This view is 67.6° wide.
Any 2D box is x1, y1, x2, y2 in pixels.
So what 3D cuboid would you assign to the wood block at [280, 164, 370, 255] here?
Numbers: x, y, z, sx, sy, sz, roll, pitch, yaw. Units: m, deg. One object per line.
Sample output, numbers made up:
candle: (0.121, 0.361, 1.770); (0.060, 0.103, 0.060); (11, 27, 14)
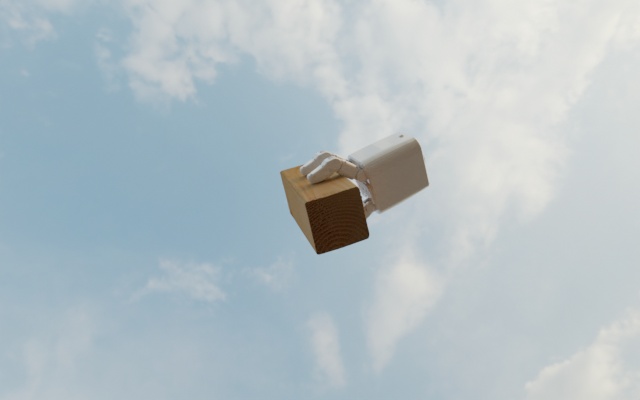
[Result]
wood block: (0.001, 0.003, 0.816); (0.090, 0.091, 0.206); (-17, 20, -10)
